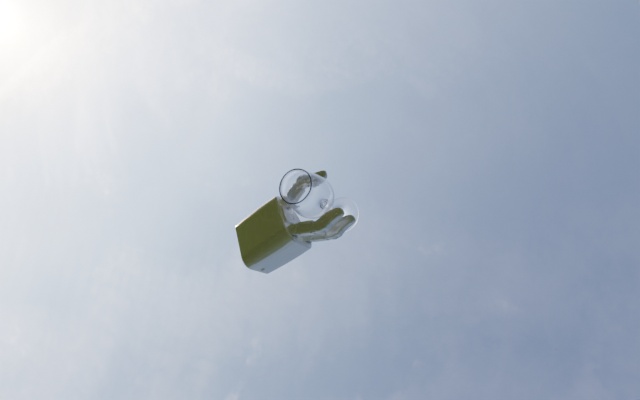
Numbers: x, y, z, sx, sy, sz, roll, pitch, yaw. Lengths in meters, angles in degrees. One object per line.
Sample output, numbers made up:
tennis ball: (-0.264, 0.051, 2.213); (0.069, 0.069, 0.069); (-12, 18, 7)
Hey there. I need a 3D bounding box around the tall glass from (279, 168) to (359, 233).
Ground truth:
tall glass: (0.001, 0.003, 0.871); (0.079, 0.079, 0.201); (0, -16, 26)
